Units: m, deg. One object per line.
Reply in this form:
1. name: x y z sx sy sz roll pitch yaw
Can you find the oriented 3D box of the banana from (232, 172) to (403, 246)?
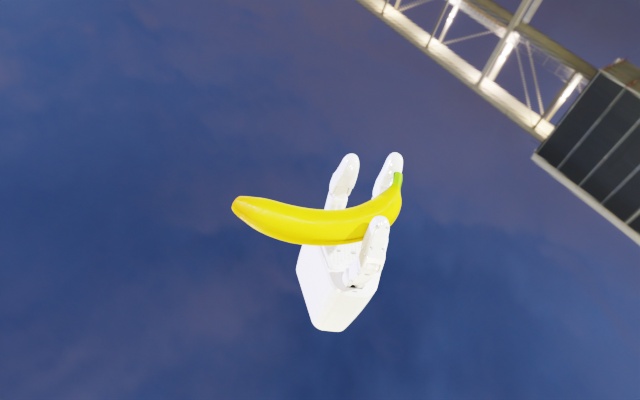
1. banana: 0.009 0.016 0.501 0.198 0.069 0.037 -9 -32 -23
